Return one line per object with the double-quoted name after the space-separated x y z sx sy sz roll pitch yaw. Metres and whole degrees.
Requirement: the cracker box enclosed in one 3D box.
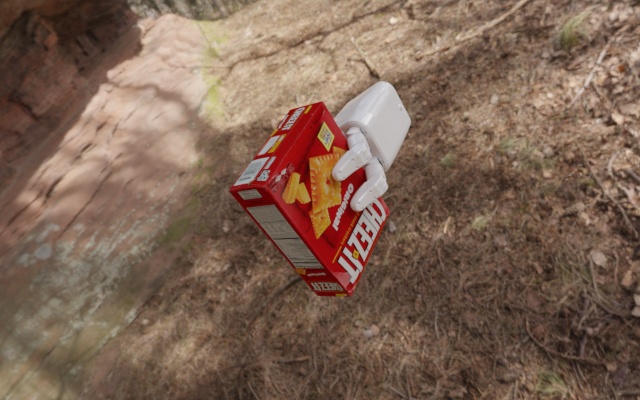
0.000 0.002 0.648 0.072 0.164 0.214 -5 -48 41 "cracker box"
